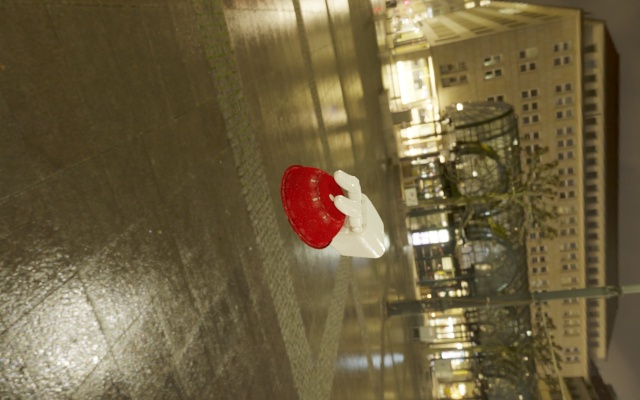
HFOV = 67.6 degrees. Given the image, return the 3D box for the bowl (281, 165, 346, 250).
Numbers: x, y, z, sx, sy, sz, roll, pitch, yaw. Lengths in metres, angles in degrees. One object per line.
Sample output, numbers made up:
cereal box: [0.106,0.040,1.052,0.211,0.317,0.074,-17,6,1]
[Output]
bowl: [0.000,0.002,0.850,0.055,0.162,0.162,-22,-11,30]
